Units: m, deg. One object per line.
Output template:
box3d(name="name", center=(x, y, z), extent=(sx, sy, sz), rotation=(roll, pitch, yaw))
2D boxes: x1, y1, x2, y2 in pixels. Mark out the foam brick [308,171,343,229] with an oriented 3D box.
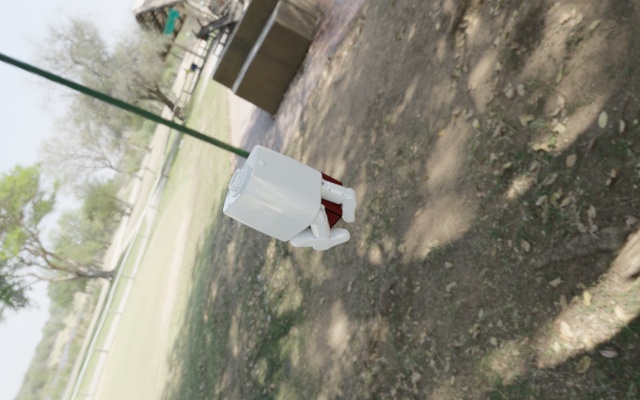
box3d(name="foam brick", center=(0.000, 0.002, 0.746), extent=(0.051, 0.078, 0.053), rotation=(25, -50, -20))
